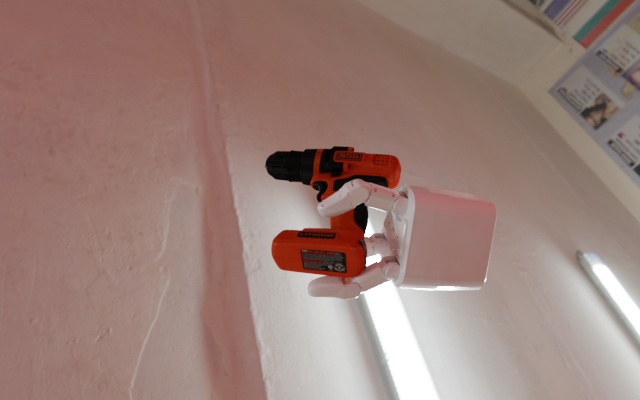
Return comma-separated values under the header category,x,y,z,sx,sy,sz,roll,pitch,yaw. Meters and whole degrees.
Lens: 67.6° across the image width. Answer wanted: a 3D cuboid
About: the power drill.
category,x,y,z,sx,sy,sz,roll,pitch,yaw
power drill,0.000,0.002,0.591,0.184,0.057,0.187,3,45,14
